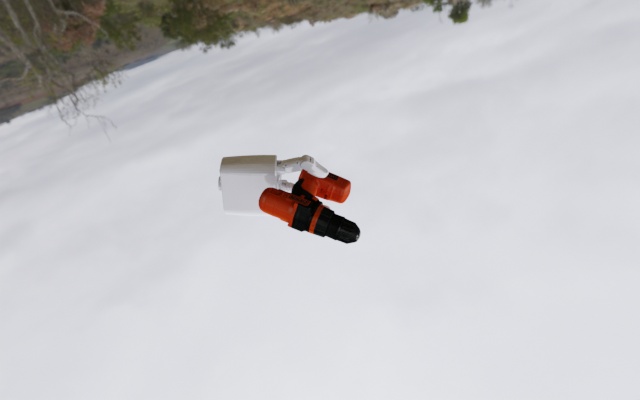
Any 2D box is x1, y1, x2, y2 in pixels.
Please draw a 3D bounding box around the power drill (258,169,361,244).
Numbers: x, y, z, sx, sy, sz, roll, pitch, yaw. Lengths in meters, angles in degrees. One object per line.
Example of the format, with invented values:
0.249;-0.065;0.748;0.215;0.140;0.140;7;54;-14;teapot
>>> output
0.000;0.003;0.876;0.184;0.057;0.187;23;24;7;power drill
